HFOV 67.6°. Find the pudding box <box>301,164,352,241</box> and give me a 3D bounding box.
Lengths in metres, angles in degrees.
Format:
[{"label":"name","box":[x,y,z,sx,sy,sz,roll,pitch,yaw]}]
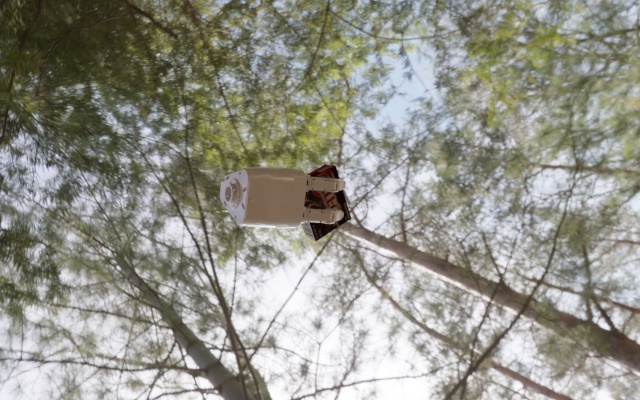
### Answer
[{"label":"pudding box","box":[0.000,0.003,0.863,0.090,0.113,0.039,-30,27,-28]}]
